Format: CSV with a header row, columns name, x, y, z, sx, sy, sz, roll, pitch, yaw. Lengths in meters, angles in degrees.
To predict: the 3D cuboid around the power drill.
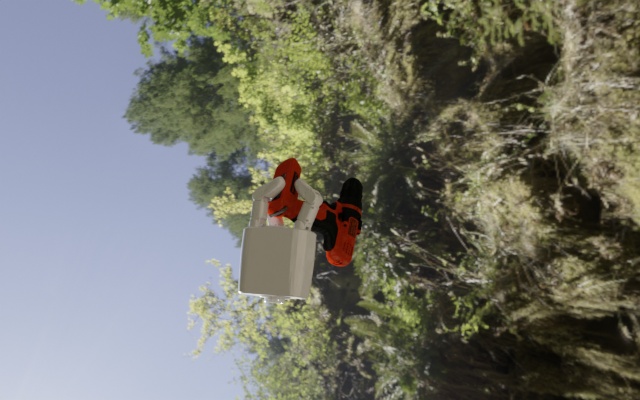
name,x,y,z,sx,sy,sz,roll,pitch,yaw
power drill,0.000,0.003,0.855,0.188,0.184,0.057,32,-38,-28
